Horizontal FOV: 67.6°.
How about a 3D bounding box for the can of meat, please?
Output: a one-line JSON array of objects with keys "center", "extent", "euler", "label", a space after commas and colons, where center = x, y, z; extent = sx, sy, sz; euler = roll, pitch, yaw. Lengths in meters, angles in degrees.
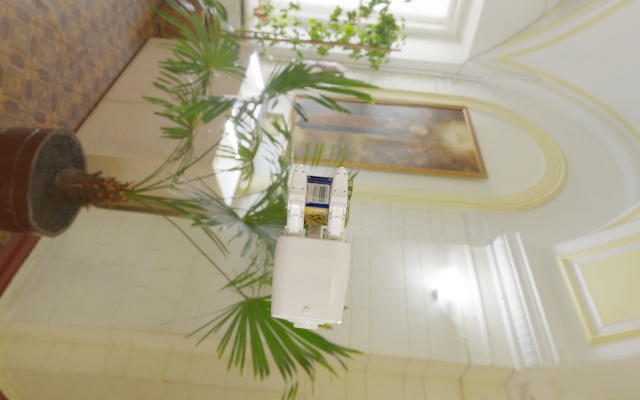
[{"center": [0.000, 0.002, 0.685], "extent": [0.084, 0.057, 0.102], "euler": [6, -19, 0], "label": "can of meat"}]
